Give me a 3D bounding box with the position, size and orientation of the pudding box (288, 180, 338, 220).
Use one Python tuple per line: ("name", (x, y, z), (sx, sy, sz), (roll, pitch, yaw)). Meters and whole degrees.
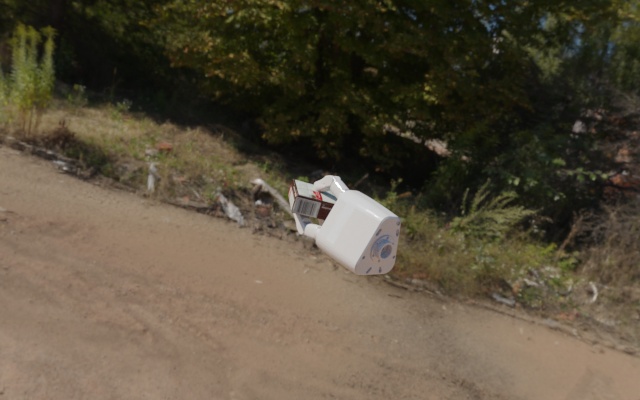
("pudding box", (0.000, 0.003, 0.888), (0.113, 0.039, 0.090), (15, 17, -14))
